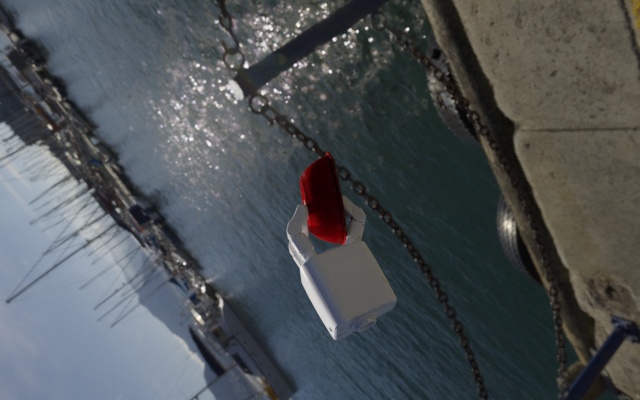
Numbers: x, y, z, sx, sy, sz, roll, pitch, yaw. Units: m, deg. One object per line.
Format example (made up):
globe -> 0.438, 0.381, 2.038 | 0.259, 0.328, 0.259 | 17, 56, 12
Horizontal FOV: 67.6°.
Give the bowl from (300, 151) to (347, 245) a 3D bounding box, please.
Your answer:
bowl -> -0.001, 0.002, 0.794 | 0.055, 0.162, 0.162 | -10, 1, -5
